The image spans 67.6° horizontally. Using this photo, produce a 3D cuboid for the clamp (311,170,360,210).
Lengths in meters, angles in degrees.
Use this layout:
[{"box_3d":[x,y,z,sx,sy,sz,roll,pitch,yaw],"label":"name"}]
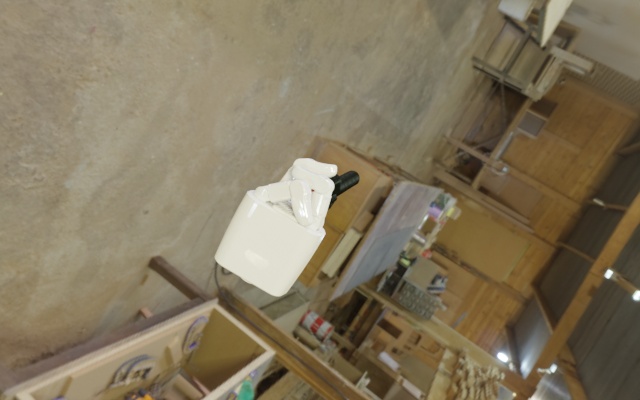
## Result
[{"box_3d":[0.001,0.003,0.727,0.039,0.120,0.171,36,12,17],"label":"clamp"}]
